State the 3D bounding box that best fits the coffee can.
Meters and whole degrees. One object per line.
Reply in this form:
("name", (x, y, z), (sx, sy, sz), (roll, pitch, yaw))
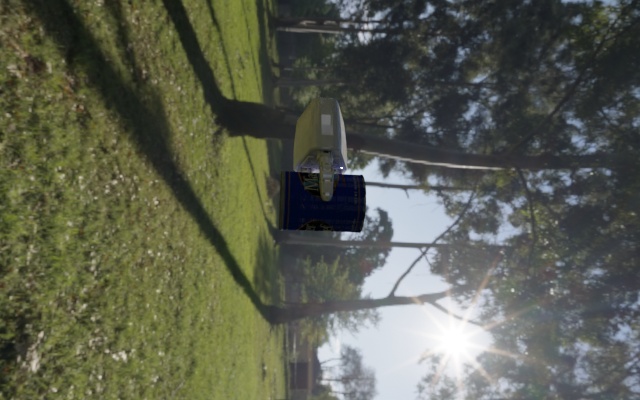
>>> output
("coffee can", (0.000, 0.003, 0.822), (0.140, 0.103, 0.103), (2, 0, -6))
